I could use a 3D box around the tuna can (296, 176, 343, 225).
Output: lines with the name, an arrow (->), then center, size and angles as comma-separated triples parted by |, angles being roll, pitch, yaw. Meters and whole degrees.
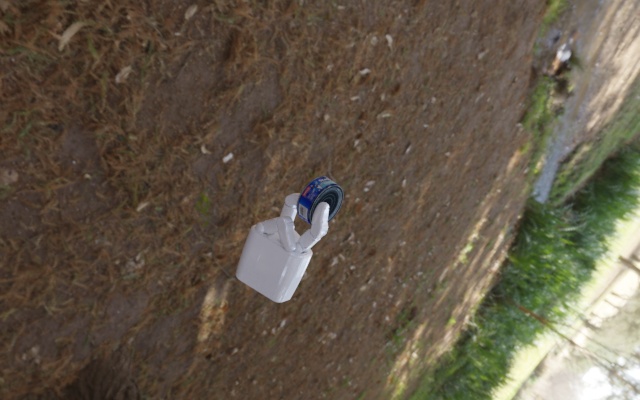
tuna can -> 0.001, 0.003, 0.834 | 0.033, 0.086, 0.086 | 34, 20, 33
